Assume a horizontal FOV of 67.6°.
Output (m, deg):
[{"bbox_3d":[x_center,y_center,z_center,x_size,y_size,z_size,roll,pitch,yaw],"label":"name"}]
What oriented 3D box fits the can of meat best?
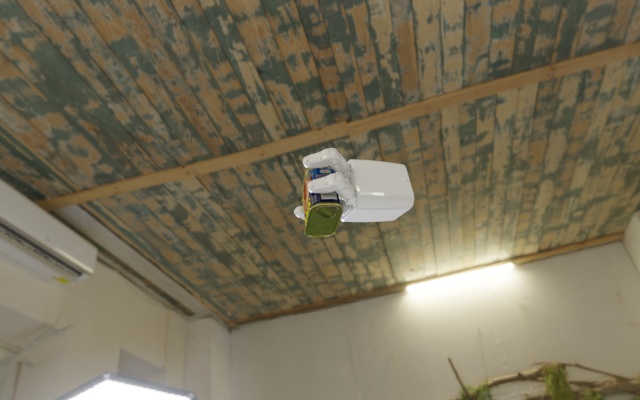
[{"bbox_3d":[0.000,0.003,0.828,0.057,0.084,0.102,-1,-35,-11],"label":"can of meat"}]
